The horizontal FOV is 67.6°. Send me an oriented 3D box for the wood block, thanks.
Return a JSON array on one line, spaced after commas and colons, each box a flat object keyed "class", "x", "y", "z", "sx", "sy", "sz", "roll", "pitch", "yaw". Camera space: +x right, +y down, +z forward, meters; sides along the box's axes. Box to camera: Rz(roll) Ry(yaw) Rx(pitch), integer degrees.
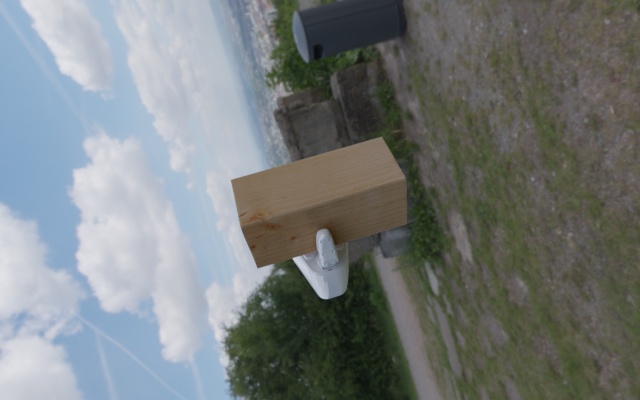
[{"class": "wood block", "x": 0.000, "y": 0.003, "z": 0.623, "sx": 0.206, "sy": 0.090, "sz": 0.090, "roll": -17, "pitch": -43, "yaw": -5}]
